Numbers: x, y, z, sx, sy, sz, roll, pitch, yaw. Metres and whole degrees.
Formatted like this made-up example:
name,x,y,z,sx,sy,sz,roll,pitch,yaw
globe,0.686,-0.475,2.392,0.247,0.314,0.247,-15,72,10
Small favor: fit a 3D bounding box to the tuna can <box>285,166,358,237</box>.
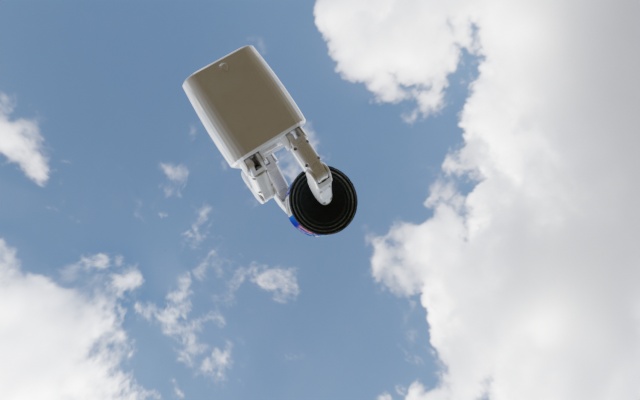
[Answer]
name,x,y,z,sx,sy,sz,roll,pitch,yaw
tuna can,0.000,0.002,0.589,0.086,0.086,0.034,0,-10,-15
